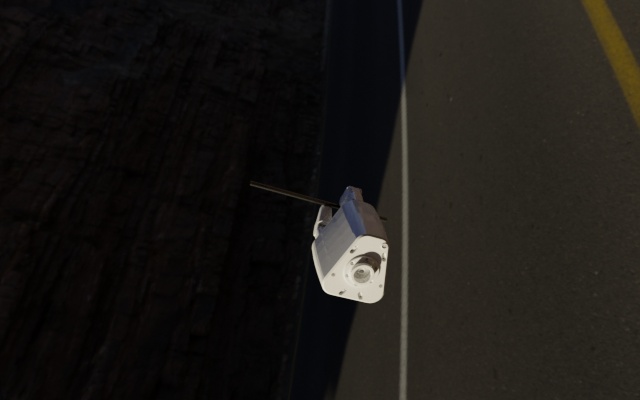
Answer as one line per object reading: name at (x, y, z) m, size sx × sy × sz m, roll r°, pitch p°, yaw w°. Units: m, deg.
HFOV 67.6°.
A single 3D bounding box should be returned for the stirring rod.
stirring rod at (0.000, 0.003, 0.795) m, size 0.239 × 0.011 × 0.011 m, roll 15°, pitch -4°, yaw -13°
